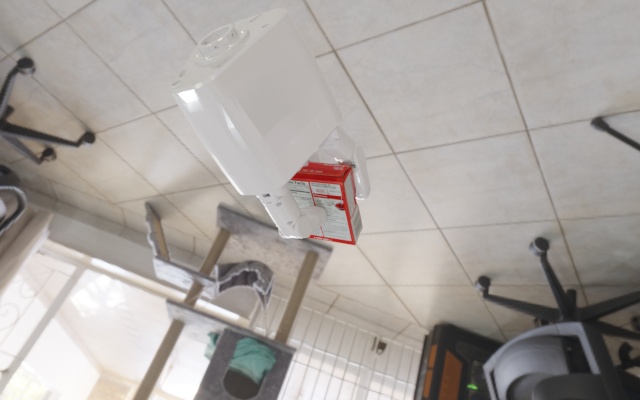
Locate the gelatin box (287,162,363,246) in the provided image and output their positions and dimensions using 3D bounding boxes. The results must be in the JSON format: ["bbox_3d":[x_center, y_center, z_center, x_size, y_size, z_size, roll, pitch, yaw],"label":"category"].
[{"bbox_3d":[0.000,0.002,0.486,0.073,0.089,0.030,7,45,23],"label":"gelatin box"}]
